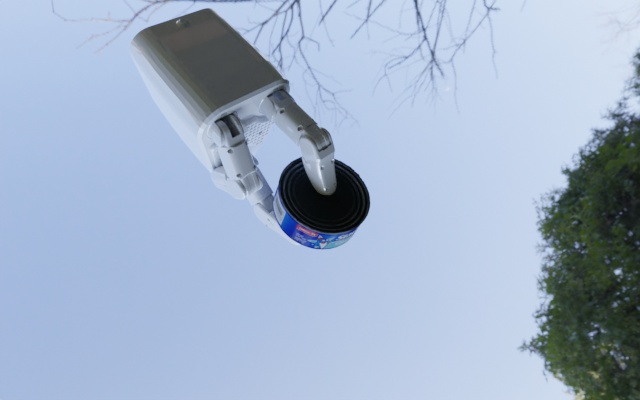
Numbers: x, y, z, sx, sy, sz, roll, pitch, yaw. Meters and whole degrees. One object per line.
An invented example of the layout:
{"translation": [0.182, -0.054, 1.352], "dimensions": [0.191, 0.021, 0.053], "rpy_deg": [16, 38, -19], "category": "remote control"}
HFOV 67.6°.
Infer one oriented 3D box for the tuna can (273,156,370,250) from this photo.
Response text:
{"translation": [0.000, 0.002, 0.440], "dimensions": [0.086, 0.086, 0.034], "rpy_deg": [0, -34, -19], "category": "tuna can"}
